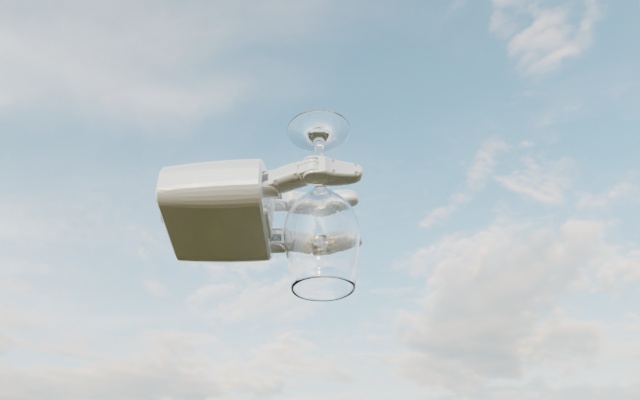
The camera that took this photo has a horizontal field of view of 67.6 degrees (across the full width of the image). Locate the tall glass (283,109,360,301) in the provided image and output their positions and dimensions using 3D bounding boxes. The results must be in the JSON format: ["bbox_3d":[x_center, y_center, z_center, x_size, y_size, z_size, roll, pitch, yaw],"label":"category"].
[{"bbox_3d":[0.000,0.001,0.508,0.079,0.201,0.079,-1,-33,-1],"label":"tall glass"}]
